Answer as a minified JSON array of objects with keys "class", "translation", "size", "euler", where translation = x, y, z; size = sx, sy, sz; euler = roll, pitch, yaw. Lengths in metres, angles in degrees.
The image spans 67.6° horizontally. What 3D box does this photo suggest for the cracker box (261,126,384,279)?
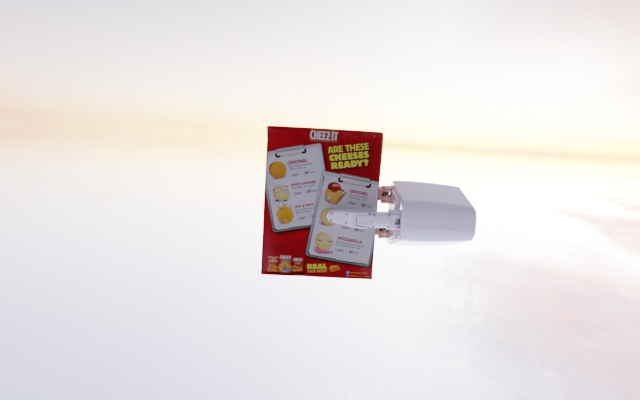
[{"class":"cracker box","translation":[0.000,0.002,0.702],"size":[0.164,0.214,0.072],"euler":[3,7,-3]}]
